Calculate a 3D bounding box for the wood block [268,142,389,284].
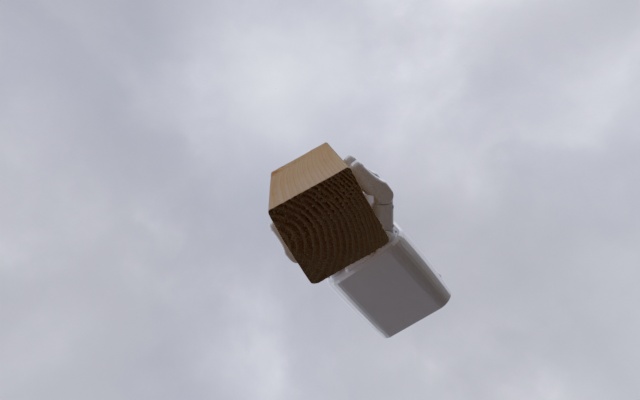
[{"bbox_3d":[0.000,0.002,0.554,0.091,0.090,0.206,-30,14,2],"label":"wood block"}]
